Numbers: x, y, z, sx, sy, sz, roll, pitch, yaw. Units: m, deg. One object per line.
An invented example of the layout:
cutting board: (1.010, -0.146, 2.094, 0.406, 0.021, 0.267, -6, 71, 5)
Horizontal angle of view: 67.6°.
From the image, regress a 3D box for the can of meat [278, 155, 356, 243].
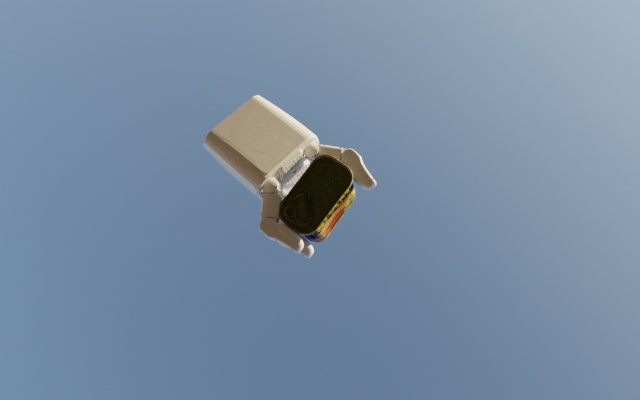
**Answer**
can of meat: (0.000, 0.002, 0.618, 0.057, 0.102, 0.084, 36, -6, 16)
